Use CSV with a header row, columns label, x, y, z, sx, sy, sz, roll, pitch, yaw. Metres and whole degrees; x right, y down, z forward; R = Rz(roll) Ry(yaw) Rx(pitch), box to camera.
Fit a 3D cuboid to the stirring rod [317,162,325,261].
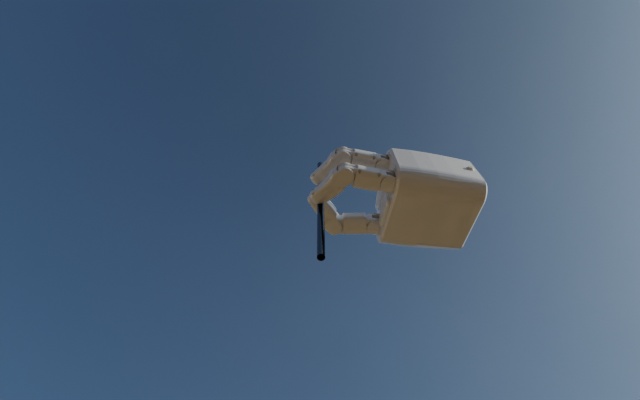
label,x,y,z,sx,sy,sz,roll,pitch,yaw
stirring rod,0.000,0.002,0.558,0.011,0.011,0.239,0,26,0
